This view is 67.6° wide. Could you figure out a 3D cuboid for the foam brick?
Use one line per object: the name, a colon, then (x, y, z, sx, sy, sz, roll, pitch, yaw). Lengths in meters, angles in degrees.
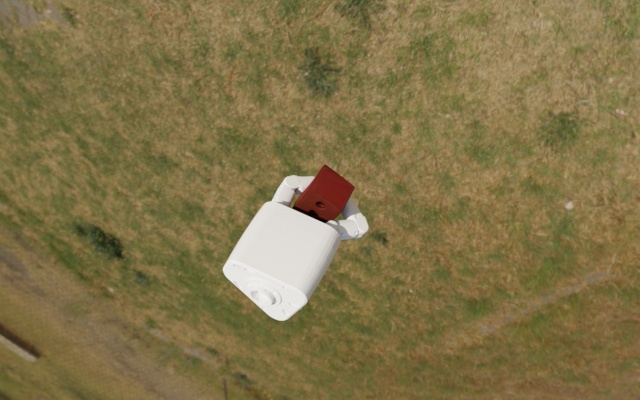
foam brick: (0.000, 0.002, 0.642, 0.053, 0.051, 0.078, 35, -42, -5)
